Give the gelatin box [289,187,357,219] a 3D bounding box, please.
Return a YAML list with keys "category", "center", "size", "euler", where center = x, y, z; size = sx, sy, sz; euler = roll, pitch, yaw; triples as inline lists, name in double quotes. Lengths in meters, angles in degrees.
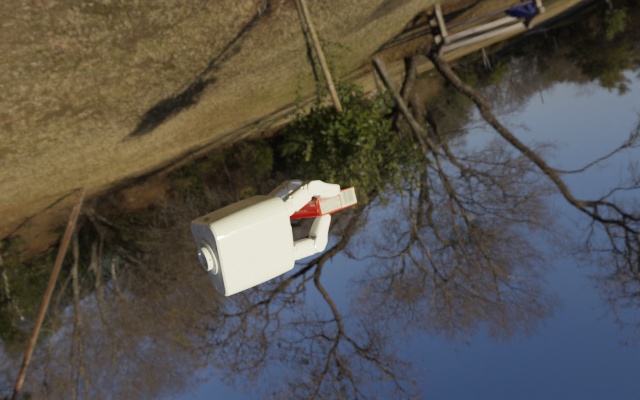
- category: "gelatin box"
  center: [0.000, 0.003, 0.740]
  size: [0.073, 0.030, 0.089]
  euler: [-5, 9, 44]
